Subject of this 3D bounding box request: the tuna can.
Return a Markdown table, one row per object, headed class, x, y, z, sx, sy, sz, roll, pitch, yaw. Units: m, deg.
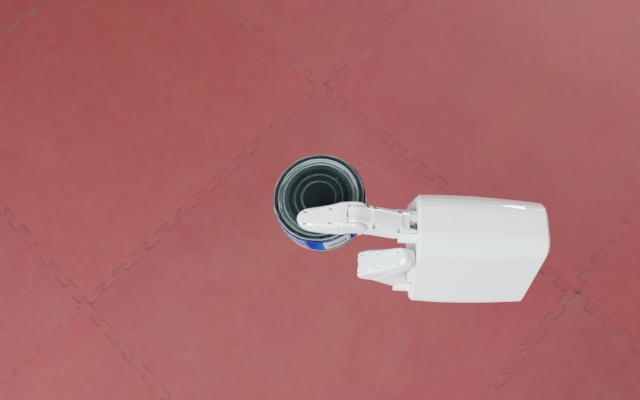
| class | x | y | z | sx | sy | sz | roll | pitch | yaw |
| --- | --- | --- | --- | --- | --- | --- | --- | --- | --- |
| tuna can | 0.000 | 0.001 | 0.441 | 0.086 | 0.086 | 0.034 | 0 | -19 | 8 |
